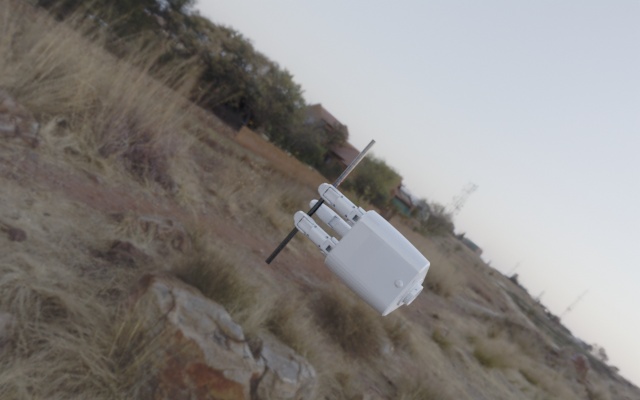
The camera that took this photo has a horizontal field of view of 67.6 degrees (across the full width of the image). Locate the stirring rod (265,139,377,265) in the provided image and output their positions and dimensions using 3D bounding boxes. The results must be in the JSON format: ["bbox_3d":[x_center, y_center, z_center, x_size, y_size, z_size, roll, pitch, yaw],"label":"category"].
[{"bbox_3d":[0.000,0.002,0.706,0.011,0.239,0.011,41,1,-1],"label":"stirring rod"}]
